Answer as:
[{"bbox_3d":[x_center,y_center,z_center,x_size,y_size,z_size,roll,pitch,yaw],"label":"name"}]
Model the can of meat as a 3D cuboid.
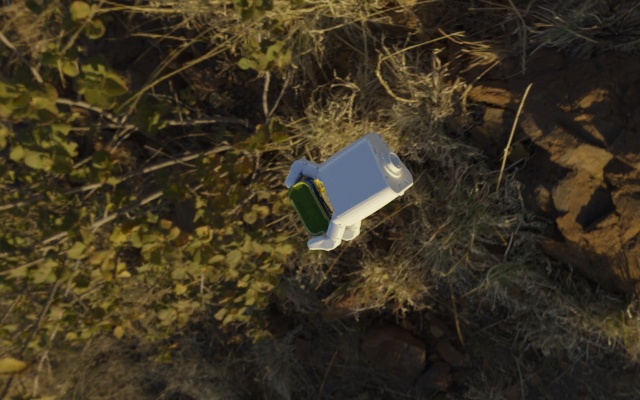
[{"bbox_3d":[0.000,0.003,0.826,0.057,0.102,0.084,-28,1,35],"label":"can of meat"}]
